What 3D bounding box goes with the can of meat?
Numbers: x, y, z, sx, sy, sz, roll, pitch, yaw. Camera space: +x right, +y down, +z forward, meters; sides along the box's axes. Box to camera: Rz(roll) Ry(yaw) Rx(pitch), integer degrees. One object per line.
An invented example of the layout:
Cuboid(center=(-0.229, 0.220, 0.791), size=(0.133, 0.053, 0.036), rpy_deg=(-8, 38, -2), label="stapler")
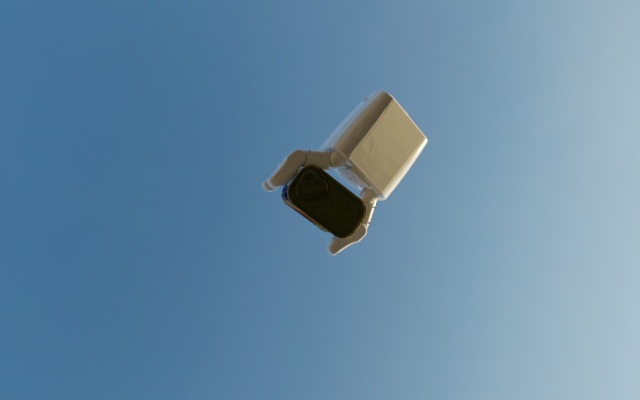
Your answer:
Cuboid(center=(0.000, 0.002, 0.629), size=(0.102, 0.057, 0.084), rpy_deg=(37, -8, -10), label="can of meat")
